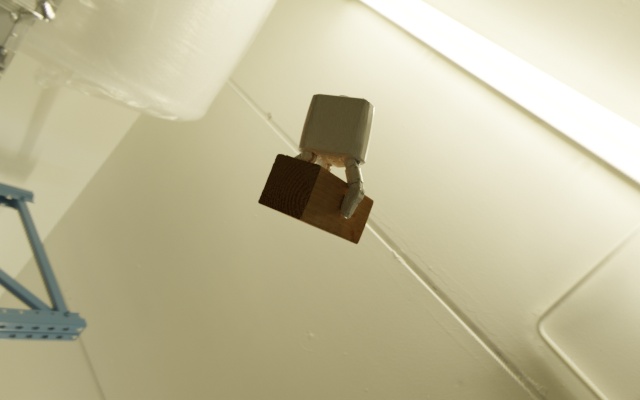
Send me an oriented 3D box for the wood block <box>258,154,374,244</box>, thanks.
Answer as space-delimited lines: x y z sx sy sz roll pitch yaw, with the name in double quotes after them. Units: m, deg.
0.001 0.002 0.820 0.091 0.090 0.206 19 -5 33 "wood block"
